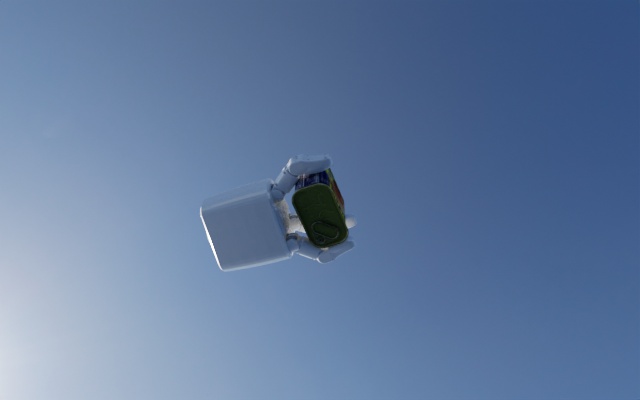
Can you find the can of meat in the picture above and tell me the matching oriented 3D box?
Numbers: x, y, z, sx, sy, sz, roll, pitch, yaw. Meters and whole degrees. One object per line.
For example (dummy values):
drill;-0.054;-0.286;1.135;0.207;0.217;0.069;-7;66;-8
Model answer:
can of meat;0.000;0.002;0.683;0.057;0.102;0.084;-18;29;10
